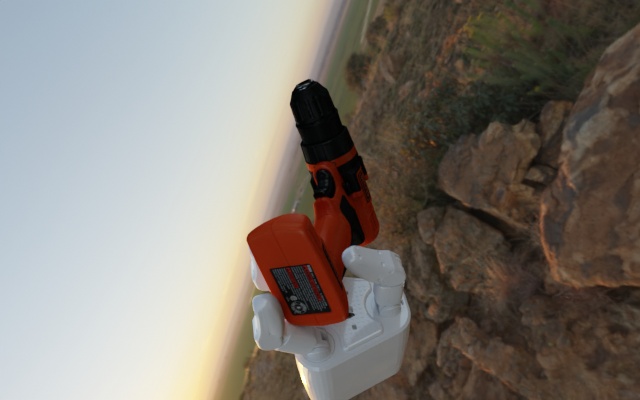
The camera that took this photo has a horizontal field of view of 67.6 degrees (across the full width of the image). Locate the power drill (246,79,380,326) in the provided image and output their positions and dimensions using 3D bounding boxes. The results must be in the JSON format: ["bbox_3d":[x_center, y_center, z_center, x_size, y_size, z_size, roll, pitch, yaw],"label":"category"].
[{"bbox_3d":[0.000,0.002,0.429,0.057,0.184,0.187,-12,27,24],"label":"power drill"}]
